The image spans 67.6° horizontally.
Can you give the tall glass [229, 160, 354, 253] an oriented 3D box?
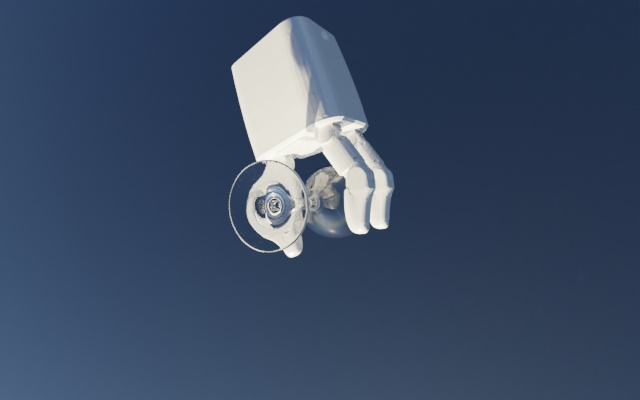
[{"bbox_3d":[0.000,0.002,0.468,0.079,0.079,0.201,0,1,26],"label":"tall glass"}]
